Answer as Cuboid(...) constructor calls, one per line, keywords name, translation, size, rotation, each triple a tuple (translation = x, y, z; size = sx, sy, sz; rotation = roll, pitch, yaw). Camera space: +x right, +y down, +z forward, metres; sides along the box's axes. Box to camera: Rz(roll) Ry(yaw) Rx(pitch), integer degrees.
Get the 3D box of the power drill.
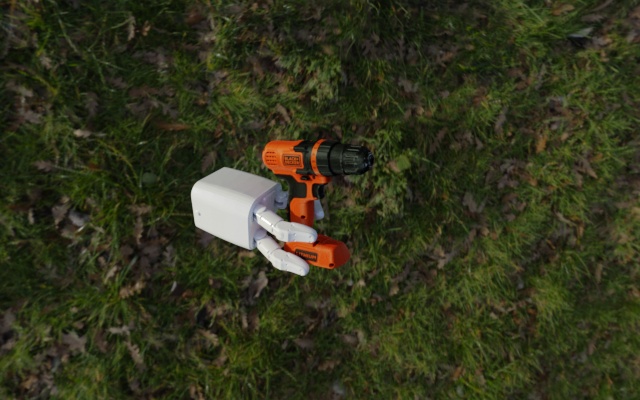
Cuboid(name="power drill", translation=(0.000, 0.003, 0.707), size=(0.184, 0.188, 0.057), rotation=(8, 19, 37))
